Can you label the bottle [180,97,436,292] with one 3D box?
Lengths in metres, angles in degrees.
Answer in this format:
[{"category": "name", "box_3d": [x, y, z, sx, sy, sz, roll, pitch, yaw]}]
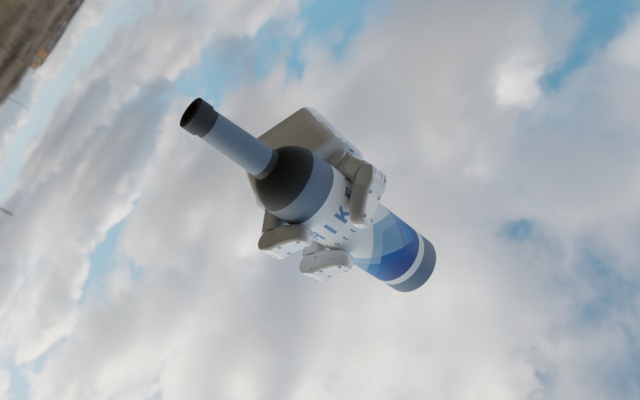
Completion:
[{"category": "bottle", "box_3d": [0.000, 0.002, 0.448, 0.296, 0.069, 0.069, 35, -21, -34]}]
